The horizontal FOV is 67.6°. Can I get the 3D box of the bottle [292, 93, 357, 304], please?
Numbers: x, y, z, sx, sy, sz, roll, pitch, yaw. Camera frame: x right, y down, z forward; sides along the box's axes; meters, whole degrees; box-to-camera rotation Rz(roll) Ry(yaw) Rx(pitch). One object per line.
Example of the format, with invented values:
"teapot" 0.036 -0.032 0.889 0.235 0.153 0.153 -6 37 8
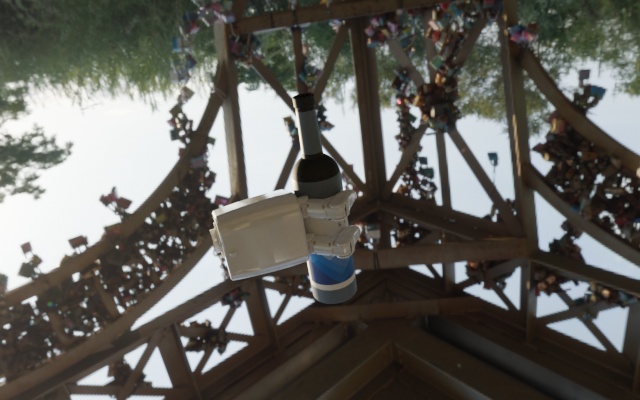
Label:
"bottle" 0.000 0.002 0.652 0.069 0.296 0.069 -8 25 4
